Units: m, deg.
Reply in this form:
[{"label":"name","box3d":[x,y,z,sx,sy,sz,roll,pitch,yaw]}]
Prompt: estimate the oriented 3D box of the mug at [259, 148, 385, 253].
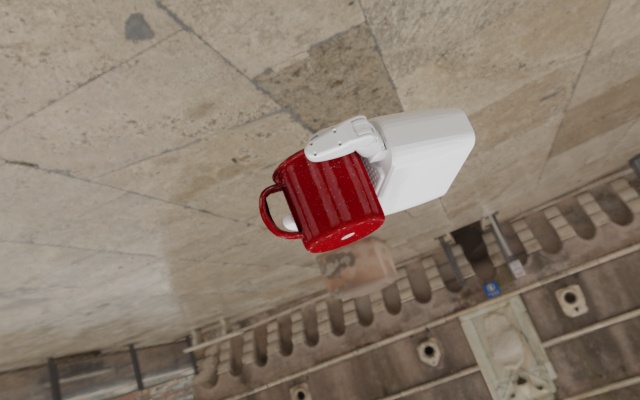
[{"label":"mug","box3d":[-0.001,0.002,0.452,0.117,0.081,0.093,-15,-18,-24]}]
